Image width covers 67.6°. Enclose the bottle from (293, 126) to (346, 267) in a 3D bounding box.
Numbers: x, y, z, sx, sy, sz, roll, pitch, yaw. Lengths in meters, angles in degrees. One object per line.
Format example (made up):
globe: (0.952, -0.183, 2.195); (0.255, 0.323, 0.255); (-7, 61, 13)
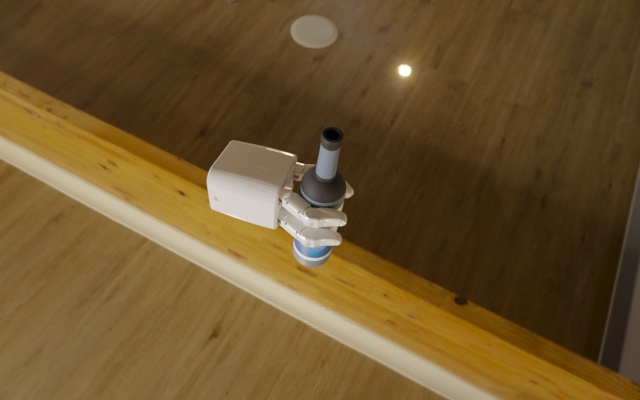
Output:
bottle: (0.000, 0.002, 0.709); (0.069, 0.069, 0.296); (0, -35, -7)
